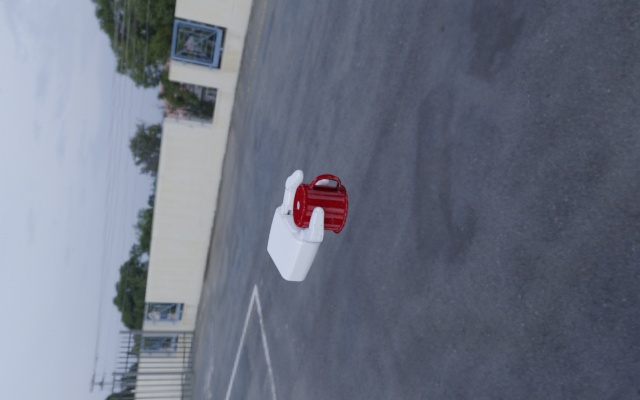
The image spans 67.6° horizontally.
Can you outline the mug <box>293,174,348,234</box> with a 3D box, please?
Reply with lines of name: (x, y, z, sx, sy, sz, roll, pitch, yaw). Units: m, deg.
mug: (0.000, 0.002, 0.878, 0.081, 0.117, 0.093, 6, 36, -18)
